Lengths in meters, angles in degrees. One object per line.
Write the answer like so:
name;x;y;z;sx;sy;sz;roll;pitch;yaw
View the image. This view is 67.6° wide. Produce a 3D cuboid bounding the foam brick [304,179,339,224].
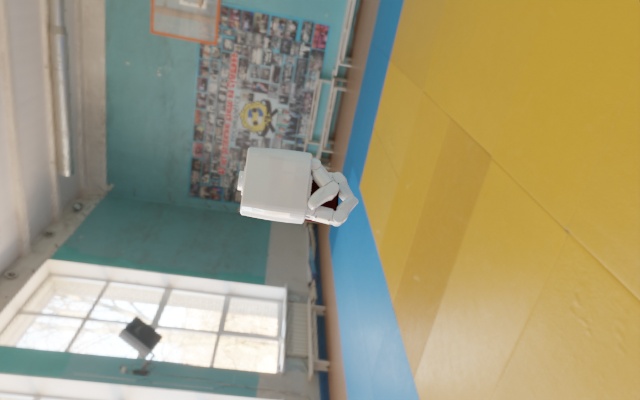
foam brick;0.000;0.003;0.843;0.051;0.053;0.078;6;-22;-7
